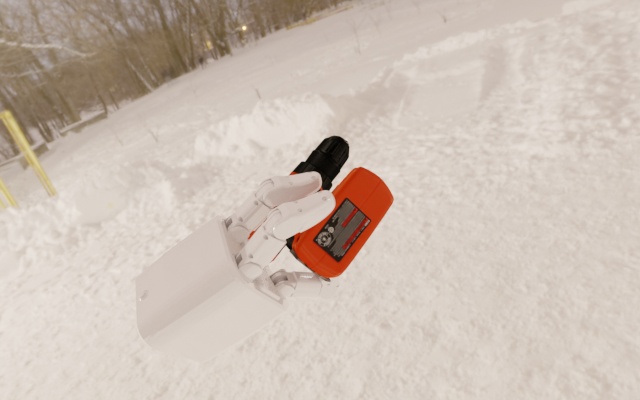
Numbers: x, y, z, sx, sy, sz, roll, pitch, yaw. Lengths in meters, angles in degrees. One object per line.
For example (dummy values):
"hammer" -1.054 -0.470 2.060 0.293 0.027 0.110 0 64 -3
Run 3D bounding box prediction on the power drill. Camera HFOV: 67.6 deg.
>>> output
"power drill" 0.000 0.002 0.516 0.057 0.184 0.187 39 -10 -19
